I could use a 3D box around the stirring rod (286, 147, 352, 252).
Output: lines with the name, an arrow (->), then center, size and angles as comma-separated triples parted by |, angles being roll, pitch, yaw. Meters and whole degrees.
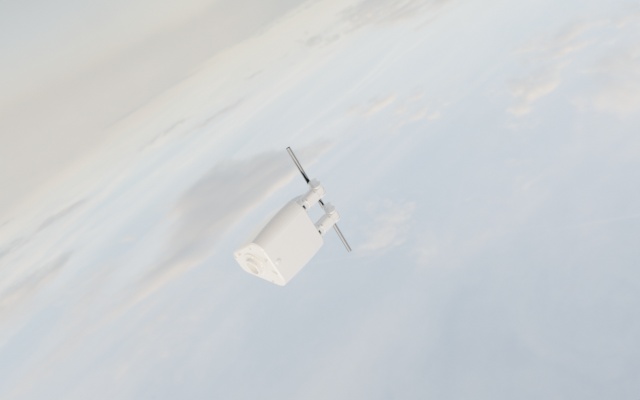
stirring rod -> 0.000, 0.003, 0.881 | 0.011, 0.240, 0.011 | -26, 23, 12
